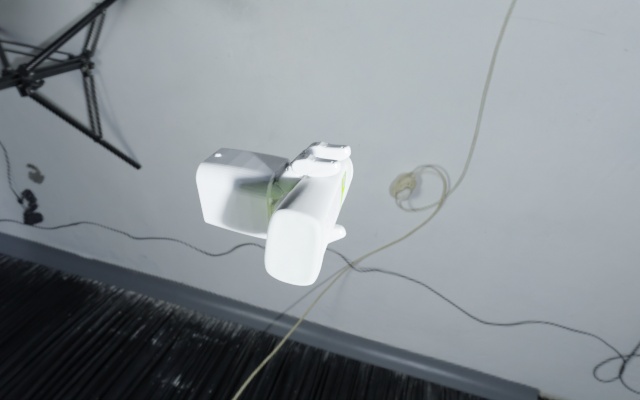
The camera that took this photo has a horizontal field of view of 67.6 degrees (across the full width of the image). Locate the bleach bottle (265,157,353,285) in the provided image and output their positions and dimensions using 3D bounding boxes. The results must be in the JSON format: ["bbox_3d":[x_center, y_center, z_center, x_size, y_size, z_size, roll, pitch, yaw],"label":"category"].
[{"bbox_3d":[0.000,0.002,0.650,0.068,0.103,0.250,14,28,10],"label":"bleach bottle"}]
